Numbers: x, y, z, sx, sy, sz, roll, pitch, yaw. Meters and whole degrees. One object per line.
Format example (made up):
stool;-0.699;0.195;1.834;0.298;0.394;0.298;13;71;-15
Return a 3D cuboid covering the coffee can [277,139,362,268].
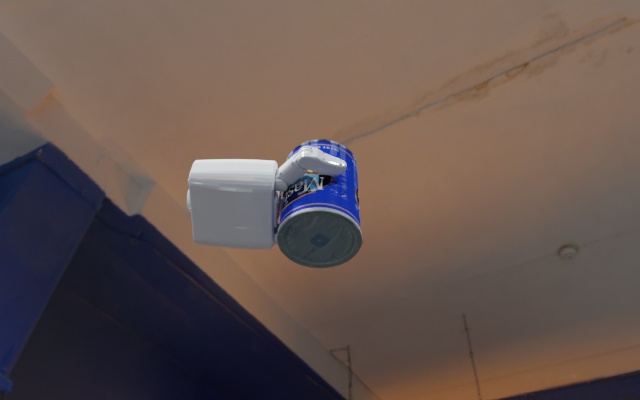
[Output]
coffee can;0.000;0.002;0.624;0.103;0.103;0.140;0;43;2
